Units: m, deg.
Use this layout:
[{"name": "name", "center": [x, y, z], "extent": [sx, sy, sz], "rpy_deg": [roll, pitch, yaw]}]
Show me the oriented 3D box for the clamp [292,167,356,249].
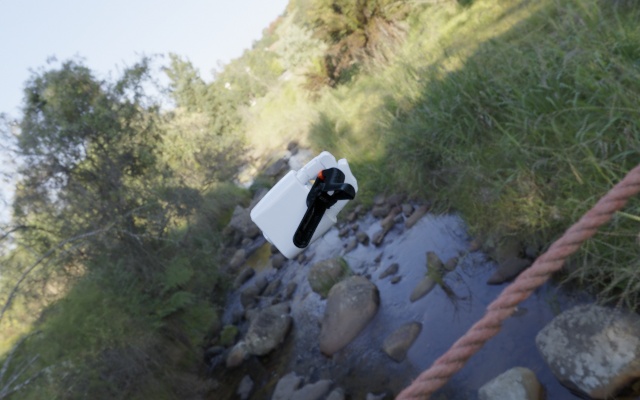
[{"name": "clamp", "center": [0.000, 0.002, 0.725], "extent": [0.120, 0.039, 0.171], "rpy_deg": [-43, 13, 10]}]
